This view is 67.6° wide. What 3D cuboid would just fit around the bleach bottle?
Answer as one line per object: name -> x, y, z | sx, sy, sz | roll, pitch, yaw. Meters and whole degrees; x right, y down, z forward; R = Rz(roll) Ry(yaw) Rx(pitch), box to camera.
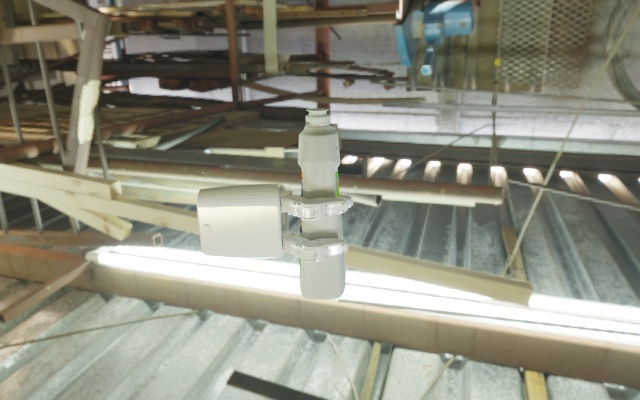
bleach bottle -> 0.000, 0.002, 0.647 | 0.068, 0.251, 0.102 | -1, 17, 1
